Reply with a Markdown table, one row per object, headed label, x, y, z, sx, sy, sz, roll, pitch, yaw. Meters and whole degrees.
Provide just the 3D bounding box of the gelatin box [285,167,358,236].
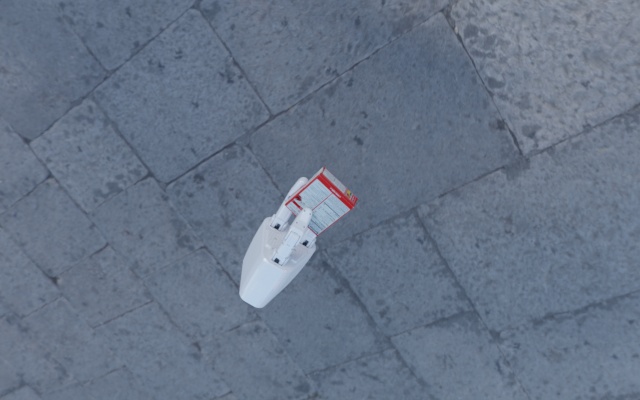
| label | x | y | z | sx | sy | sz | roll | pitch | yaw |
| --- | --- | --- | --- | --- | --- | --- | --- | --- | --- |
| gelatin box | 0.000 | 0.002 | 0.729 | 0.089 | 0.073 | 0.030 | -40 | 13 | 34 |
